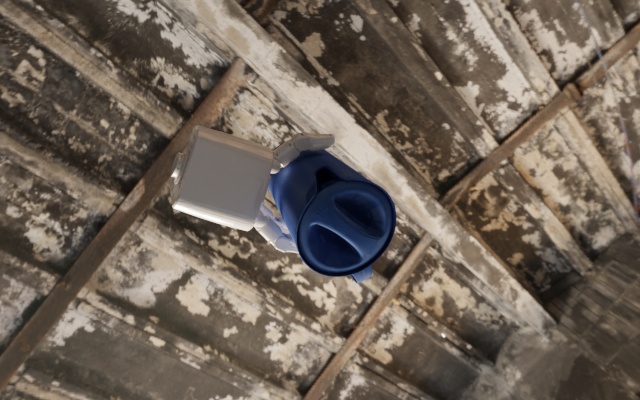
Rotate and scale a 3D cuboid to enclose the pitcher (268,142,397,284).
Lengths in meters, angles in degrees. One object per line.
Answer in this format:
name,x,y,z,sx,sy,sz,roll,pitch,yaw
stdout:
pitcher,0.000,0.002,0.688,0.145,0.149,0.242,15,16,-25
